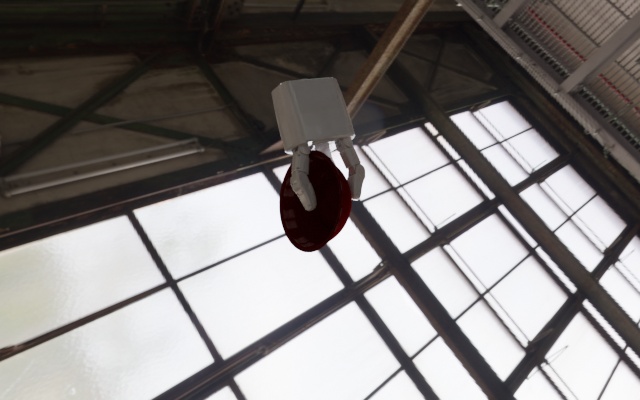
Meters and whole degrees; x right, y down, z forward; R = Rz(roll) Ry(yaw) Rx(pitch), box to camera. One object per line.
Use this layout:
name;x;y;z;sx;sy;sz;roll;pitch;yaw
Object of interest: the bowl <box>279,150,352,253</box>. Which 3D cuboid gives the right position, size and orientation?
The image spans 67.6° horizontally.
bowl;0.000;0.004;0.768;0.055;0.162;0.162;4;-3;-39
